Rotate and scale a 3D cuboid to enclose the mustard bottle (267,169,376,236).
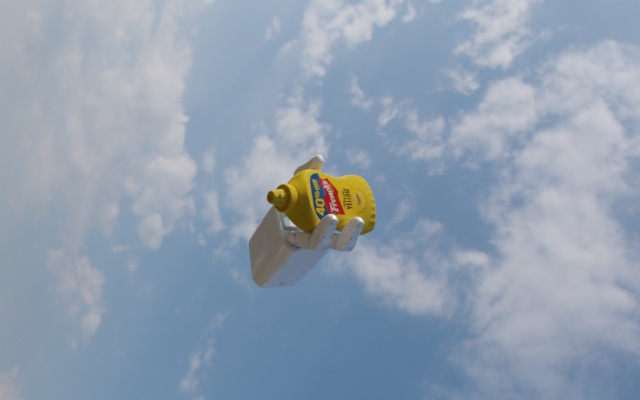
[{"bbox_3d":[0.001,0.002,0.719,0.191,0.096,0.058,6,-21,-43],"label":"mustard bottle"}]
